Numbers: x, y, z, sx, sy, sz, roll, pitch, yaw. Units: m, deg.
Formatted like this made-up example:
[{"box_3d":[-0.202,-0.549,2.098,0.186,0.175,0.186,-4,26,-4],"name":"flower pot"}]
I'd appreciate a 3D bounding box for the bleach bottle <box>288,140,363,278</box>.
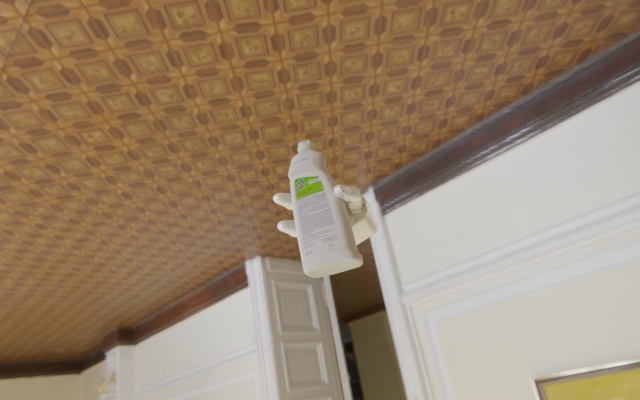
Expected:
[{"box_3d":[0.000,0.003,0.847,0.102,0.250,0.068,-18,-25,15],"name":"bleach bottle"}]
